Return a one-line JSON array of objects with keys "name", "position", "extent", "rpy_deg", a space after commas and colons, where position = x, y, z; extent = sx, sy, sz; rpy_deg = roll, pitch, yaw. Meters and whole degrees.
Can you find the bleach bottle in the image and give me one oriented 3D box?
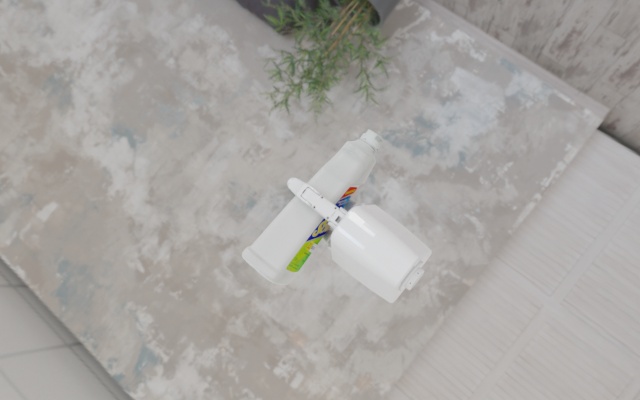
[{"name": "bleach bottle", "position": [0.000, 0.002, 0.680], "extent": [0.068, 0.251, 0.102], "rpy_deg": [38, -2, 17]}]
